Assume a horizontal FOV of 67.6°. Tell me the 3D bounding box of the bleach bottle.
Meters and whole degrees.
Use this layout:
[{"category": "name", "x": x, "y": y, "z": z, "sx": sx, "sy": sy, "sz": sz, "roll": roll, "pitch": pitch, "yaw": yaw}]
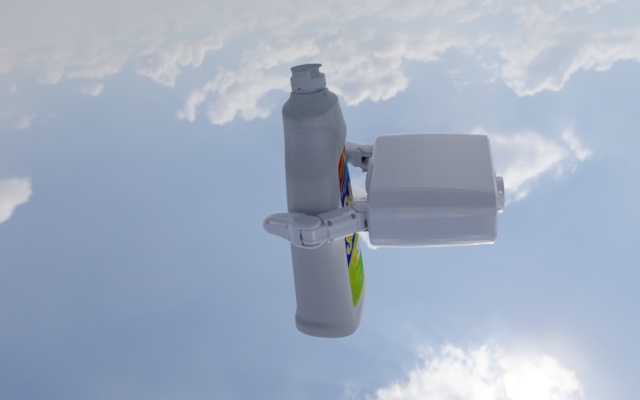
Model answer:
[{"category": "bleach bottle", "x": 0.000, "y": 0.001, "z": 0.455, "sx": 0.068, "sy": 0.251, "sz": 0.102, "roll": 0, "pitch": 27, "yaw": 15}]
